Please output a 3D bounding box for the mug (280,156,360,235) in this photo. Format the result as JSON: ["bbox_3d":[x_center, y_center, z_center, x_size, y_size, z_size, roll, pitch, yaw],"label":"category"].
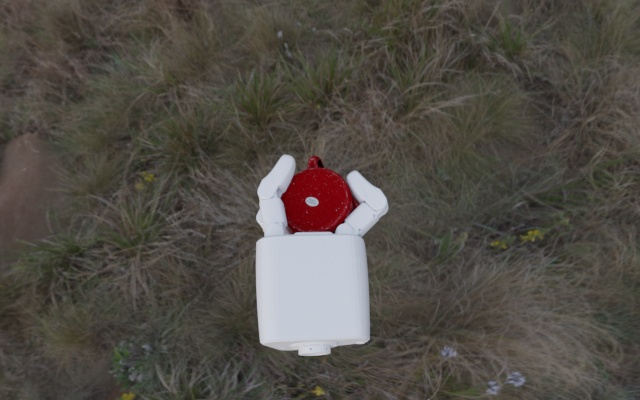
[{"bbox_3d":[0.000,0.000,0.565,0.093,0.117,0.081,-7,-22,10],"label":"mug"}]
